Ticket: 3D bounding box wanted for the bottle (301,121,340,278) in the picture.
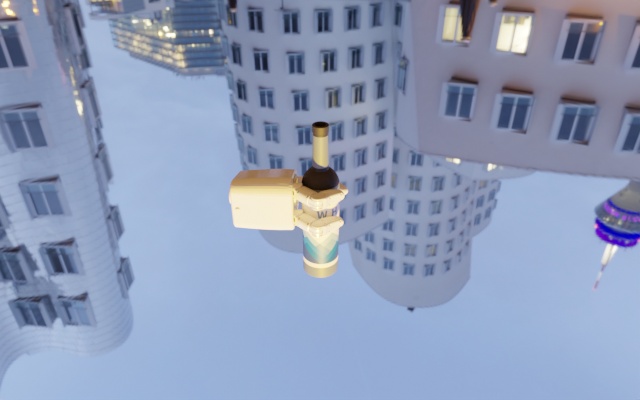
[{"bbox_3d":[0.000,0.003,0.843,0.069,0.296,0.069,0,32,0],"label":"bottle"}]
